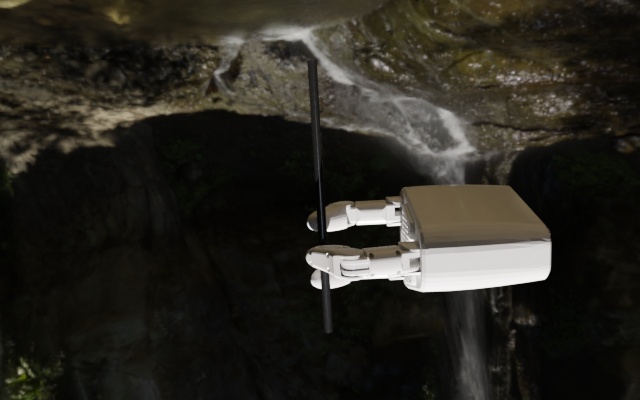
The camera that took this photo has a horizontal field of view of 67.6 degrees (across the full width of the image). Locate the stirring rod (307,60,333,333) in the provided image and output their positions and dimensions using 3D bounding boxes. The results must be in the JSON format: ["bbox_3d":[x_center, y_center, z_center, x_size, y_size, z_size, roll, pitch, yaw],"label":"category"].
[{"bbox_3d":[0.000,0.001,0.419,0.011,0.239,0.011,-3,9,1],"label":"stirring rod"}]
